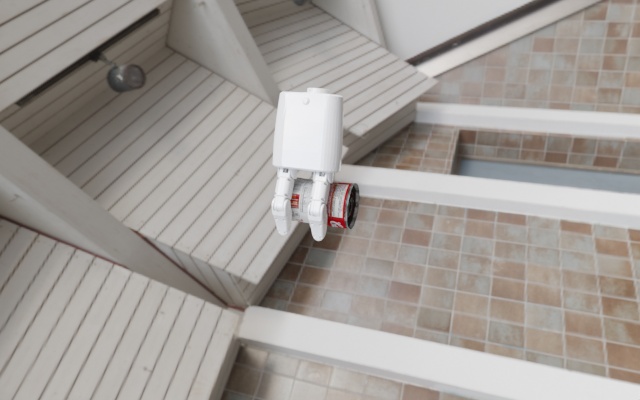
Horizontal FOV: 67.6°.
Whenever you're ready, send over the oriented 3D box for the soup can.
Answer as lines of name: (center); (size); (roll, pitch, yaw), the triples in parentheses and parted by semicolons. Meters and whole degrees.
soup can: (0.000, 0.003, 0.709); (0.102, 0.068, 0.068); (7, 2, 17)
